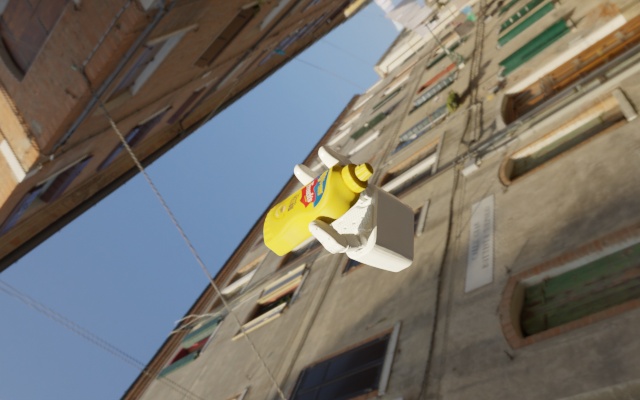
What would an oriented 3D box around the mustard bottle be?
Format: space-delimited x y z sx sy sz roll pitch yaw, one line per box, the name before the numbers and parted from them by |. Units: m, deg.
mustard bottle | 0.000 0.002 0.692 0.192 0.058 0.096 -34 25 32
